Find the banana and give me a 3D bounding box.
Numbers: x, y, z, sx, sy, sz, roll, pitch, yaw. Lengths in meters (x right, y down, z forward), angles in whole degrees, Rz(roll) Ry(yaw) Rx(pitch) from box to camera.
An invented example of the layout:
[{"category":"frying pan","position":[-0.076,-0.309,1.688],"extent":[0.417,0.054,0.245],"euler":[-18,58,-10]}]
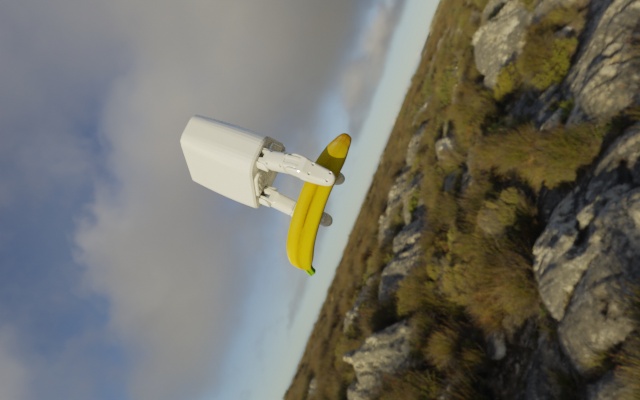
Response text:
[{"category":"banana","position":[-0.007,0.007,0.611],"extent":[0.037,0.198,0.069],"euler":[20,10,17]}]
